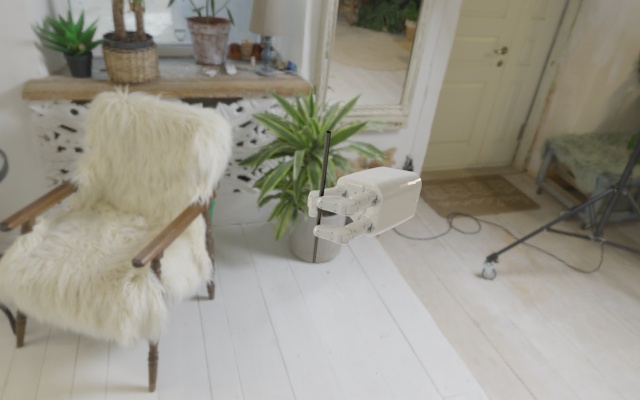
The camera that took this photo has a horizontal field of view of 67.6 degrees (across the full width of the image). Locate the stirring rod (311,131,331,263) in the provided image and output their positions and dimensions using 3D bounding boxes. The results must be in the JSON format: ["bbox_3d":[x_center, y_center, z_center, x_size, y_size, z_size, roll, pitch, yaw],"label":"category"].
[{"bbox_3d":[0.000,0.003,0.759,0.011,0.240,0.011,5,31,-3],"label":"stirring rod"}]
